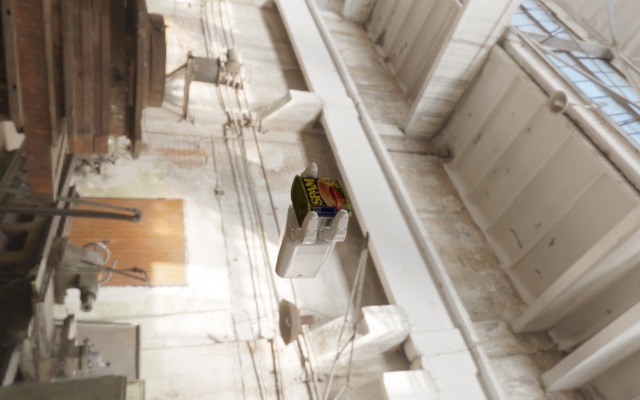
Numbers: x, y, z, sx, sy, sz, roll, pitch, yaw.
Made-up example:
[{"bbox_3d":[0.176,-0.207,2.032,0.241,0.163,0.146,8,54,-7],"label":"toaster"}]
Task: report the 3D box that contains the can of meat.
[{"bbox_3d":[0.000,0.003,0.854,0.084,0.057,0.102,2,41,-22],"label":"can of meat"}]
